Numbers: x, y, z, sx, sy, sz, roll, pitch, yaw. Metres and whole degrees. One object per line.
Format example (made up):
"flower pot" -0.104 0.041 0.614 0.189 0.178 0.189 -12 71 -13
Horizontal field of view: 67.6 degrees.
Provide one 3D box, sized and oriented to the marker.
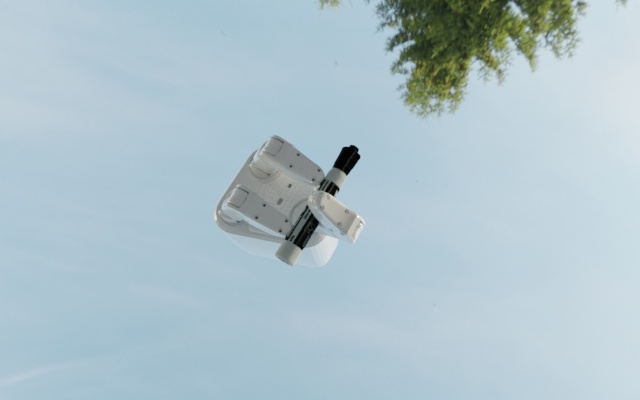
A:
"marker" 0.000 0.001 0.416 0.020 0.121 0.020 29 -16 9
